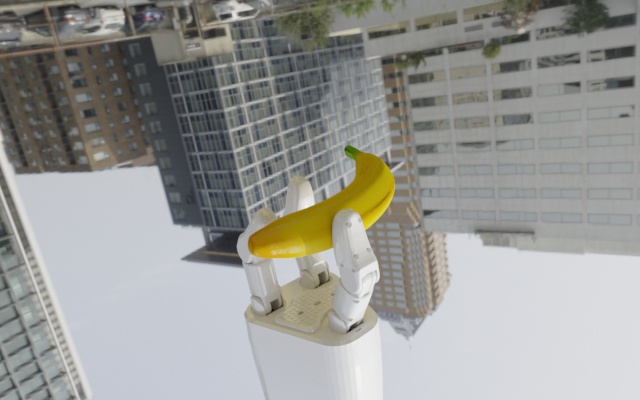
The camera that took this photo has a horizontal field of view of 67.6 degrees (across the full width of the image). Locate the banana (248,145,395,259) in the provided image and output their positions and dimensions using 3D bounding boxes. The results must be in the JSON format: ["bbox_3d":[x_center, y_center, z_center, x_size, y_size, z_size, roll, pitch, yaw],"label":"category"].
[{"bbox_3d":[0.018,0.002,0.397,0.069,0.037,0.197,7,26,24],"label":"banana"}]
